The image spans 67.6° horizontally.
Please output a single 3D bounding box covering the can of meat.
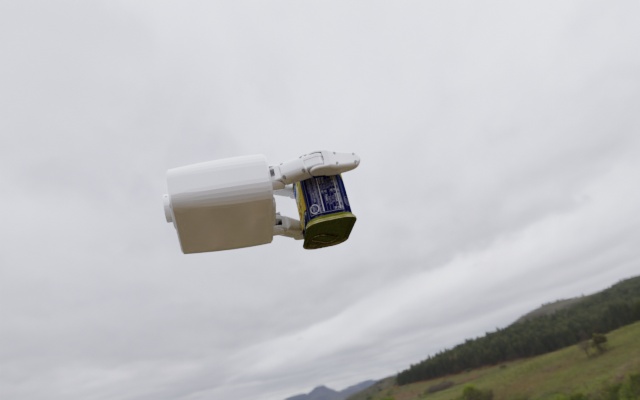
[{"bbox_3d":[0.000,0.001,0.562,0.057,0.084,0.102,-11,-21,-9],"label":"can of meat"}]
